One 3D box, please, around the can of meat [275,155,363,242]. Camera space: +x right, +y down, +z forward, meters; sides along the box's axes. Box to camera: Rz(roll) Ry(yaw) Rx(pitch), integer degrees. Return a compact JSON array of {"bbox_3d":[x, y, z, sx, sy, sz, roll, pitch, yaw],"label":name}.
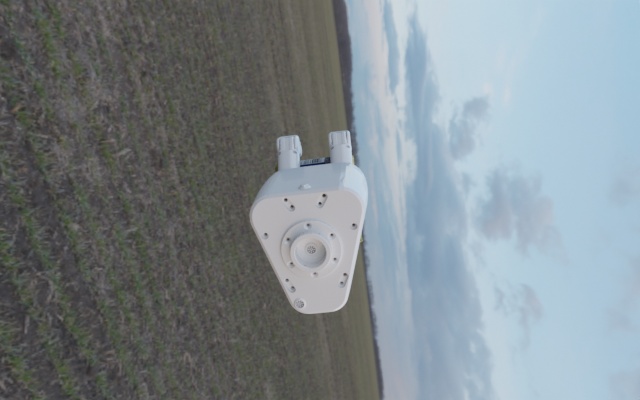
[{"bbox_3d":[0.000,0.002,0.531,0.084,0.102,0.057,-6,10,5],"label":"can of meat"}]
